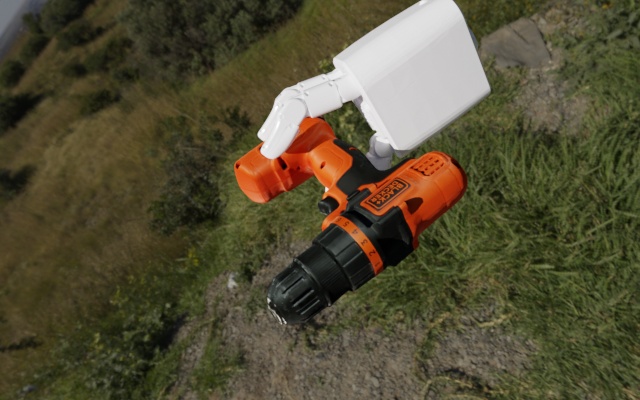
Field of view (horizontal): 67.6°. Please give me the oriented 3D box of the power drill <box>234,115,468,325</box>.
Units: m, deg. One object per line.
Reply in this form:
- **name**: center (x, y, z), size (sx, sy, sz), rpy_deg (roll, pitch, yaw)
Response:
- **power drill**: center (0.000, 0.001, 0.411), size (0.184, 0.057, 0.187), rpy_deg (-35, 41, -17)
